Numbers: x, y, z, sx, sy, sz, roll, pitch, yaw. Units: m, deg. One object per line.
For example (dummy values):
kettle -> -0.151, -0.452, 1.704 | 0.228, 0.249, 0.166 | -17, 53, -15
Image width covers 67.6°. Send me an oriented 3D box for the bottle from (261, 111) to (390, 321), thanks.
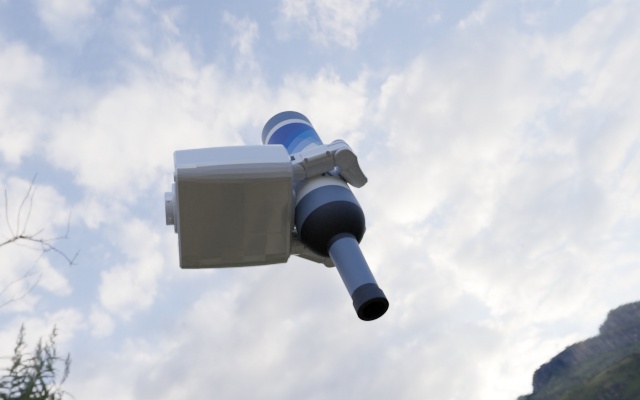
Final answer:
bottle -> 0.000, 0.001, 0.487 | 0.069, 0.069, 0.295 | 0, 35, -20
